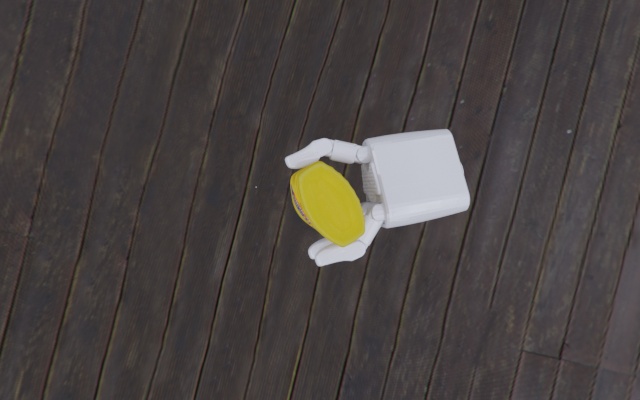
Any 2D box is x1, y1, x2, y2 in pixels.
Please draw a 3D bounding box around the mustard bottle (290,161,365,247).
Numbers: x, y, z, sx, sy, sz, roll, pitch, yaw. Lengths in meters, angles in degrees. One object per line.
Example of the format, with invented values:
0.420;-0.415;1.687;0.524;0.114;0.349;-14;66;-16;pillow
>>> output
0.000;0.002;0.599;0.058;0.096;0.191;-35;6;-5;mustard bottle
